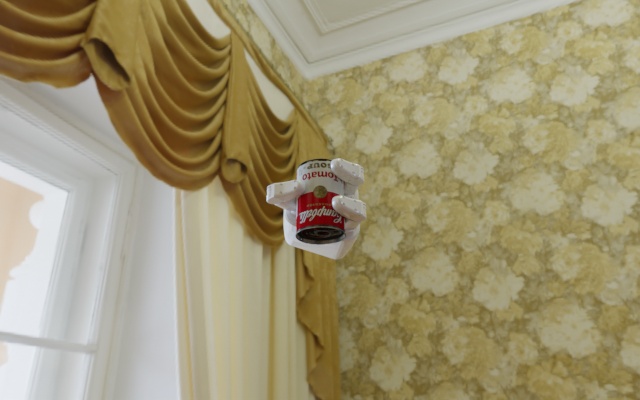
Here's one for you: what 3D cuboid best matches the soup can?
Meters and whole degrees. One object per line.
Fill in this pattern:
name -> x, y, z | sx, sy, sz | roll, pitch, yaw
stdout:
soup can -> 0.000, 0.002, 0.659 | 0.068, 0.102, 0.068 | 0, -24, 0
